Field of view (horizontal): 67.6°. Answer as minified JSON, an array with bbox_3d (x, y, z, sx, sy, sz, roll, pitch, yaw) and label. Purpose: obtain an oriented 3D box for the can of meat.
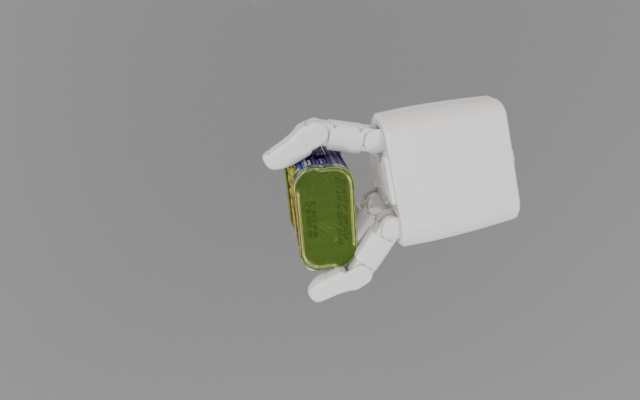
[{"bbox_3d":[0.000,0.001,0.438,0.057,0.102,0.084,-7,23,-6],"label":"can of meat"}]
